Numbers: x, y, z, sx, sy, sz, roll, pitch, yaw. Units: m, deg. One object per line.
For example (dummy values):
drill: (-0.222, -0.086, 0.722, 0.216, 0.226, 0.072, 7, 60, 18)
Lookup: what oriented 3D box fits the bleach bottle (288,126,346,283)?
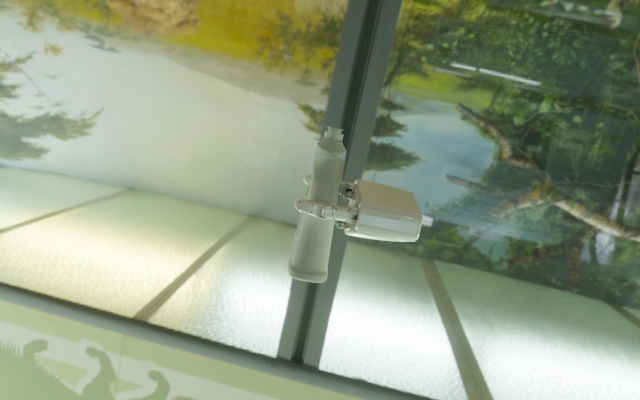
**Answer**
bleach bottle: (0.000, 0.003, 0.803, 0.068, 0.251, 0.102, 10, 11, -7)
